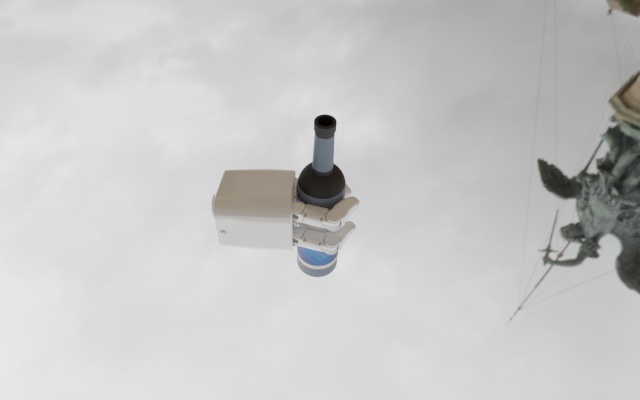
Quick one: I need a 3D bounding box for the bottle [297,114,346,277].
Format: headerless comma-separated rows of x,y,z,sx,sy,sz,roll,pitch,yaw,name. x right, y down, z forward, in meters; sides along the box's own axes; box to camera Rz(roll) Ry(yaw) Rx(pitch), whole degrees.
0.000,0.002,0.679,0.069,0.069,0.296,0,-41,-3,bottle
